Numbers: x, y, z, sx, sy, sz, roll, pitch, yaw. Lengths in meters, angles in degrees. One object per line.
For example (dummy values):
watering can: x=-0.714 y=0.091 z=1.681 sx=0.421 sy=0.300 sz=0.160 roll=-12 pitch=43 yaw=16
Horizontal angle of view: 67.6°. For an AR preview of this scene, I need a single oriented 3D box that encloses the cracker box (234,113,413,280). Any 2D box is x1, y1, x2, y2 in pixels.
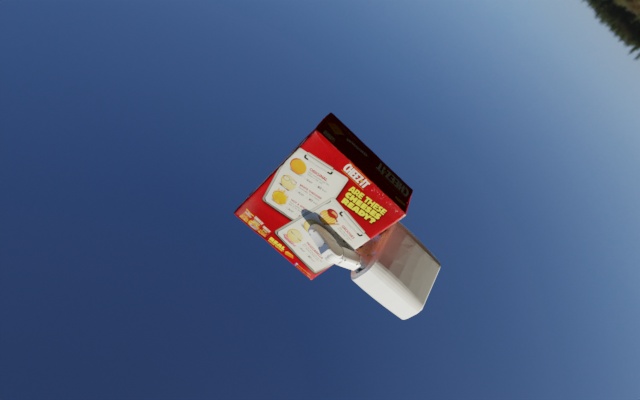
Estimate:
cracker box: x=0.000 y=0.002 z=0.697 sx=0.214 sy=0.164 sz=0.072 roll=-41 pitch=12 yaw=38
